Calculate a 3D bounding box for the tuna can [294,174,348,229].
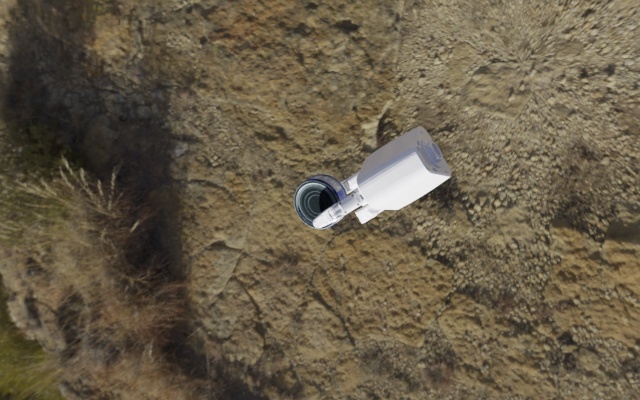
[{"bbox_3d":[0.000,0.003,0.776,0.086,0.086,0.033,0,17,28],"label":"tuna can"}]
